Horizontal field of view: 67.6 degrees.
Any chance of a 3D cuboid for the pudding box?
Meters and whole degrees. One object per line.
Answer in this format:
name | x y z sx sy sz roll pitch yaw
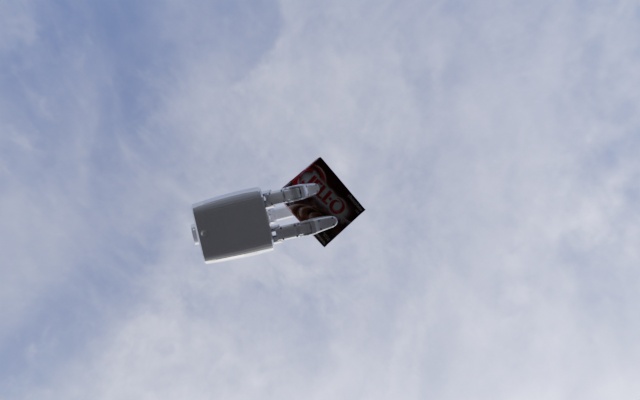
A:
pudding box | 0.000 0.003 0.752 0.090 0.113 0.039 -42 7 -8
